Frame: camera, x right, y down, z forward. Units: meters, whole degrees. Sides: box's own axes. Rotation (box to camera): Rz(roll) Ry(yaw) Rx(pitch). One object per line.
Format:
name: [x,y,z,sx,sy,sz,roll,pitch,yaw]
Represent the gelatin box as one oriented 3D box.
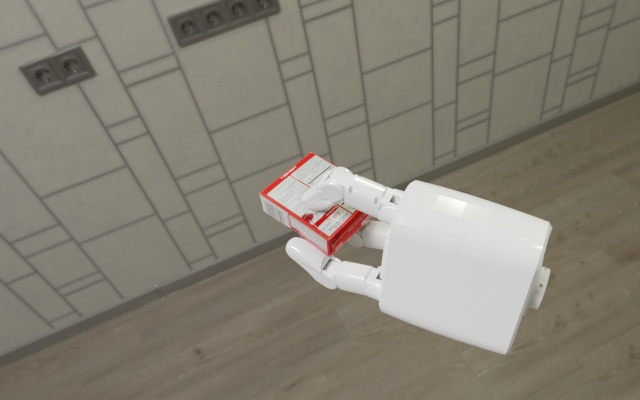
gelatin box: [0.000,0.001,0.448,0.089,0.030,0.073,32,58,27]
